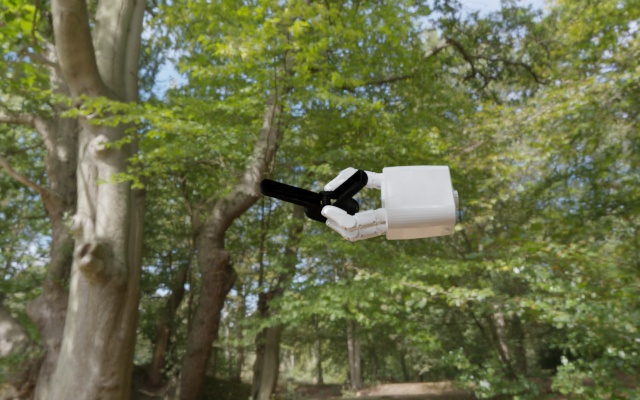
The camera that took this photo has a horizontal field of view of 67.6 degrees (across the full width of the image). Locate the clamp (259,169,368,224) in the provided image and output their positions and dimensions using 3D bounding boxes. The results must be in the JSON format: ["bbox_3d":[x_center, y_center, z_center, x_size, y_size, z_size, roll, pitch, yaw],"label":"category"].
[{"bbox_3d":[0.000,0.002,0.782,0.164,0.036,0.210,-1,-20,8],"label":"clamp"}]
